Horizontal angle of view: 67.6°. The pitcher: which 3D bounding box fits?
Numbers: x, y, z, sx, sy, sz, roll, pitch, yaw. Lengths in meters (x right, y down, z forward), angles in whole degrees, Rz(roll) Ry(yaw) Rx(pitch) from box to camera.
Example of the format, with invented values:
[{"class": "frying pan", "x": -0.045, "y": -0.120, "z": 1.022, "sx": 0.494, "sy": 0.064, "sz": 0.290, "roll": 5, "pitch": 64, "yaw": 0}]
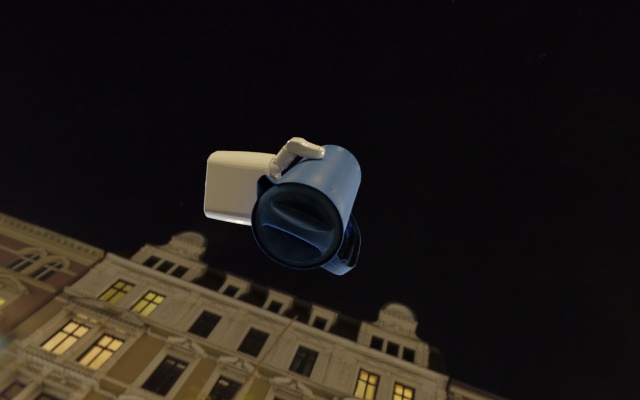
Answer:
[{"class": "pitcher", "x": 0.000, "y": 0.002, "z": 0.757, "sx": 0.145, "sy": 0.149, "sz": 0.242, "roll": 7, "pitch": 24, "yaw": 12}]
